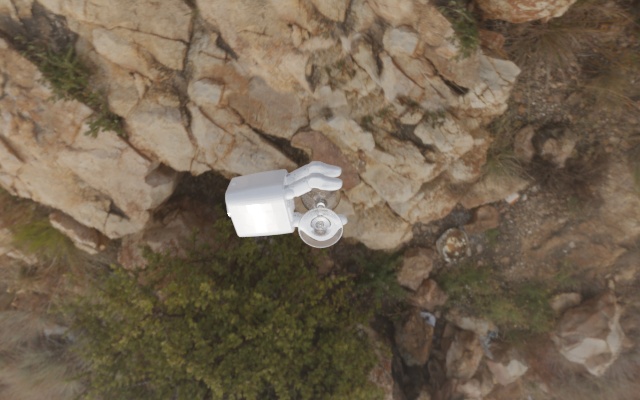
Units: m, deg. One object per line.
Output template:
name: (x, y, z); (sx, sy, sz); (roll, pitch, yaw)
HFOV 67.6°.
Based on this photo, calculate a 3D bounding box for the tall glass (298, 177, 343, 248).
tall glass: (0.000, 0.003, 0.874); (0.079, 0.079, 0.201); (0, 26, 1)
